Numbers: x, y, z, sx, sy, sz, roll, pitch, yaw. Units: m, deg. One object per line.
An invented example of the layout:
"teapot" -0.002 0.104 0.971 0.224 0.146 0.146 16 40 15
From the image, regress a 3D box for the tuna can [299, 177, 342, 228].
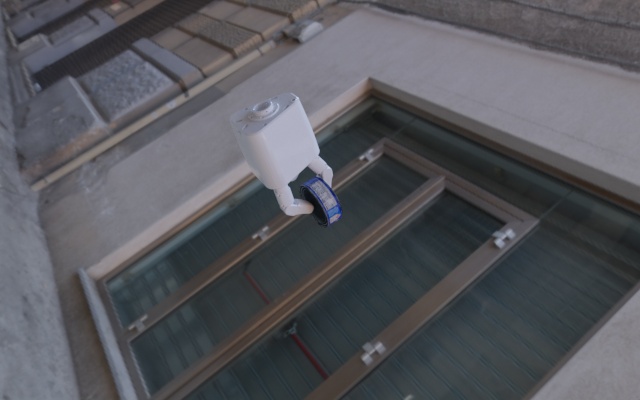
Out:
"tuna can" 0.001 0.002 0.823 0.033 0.086 0.086 -32 11 -17
